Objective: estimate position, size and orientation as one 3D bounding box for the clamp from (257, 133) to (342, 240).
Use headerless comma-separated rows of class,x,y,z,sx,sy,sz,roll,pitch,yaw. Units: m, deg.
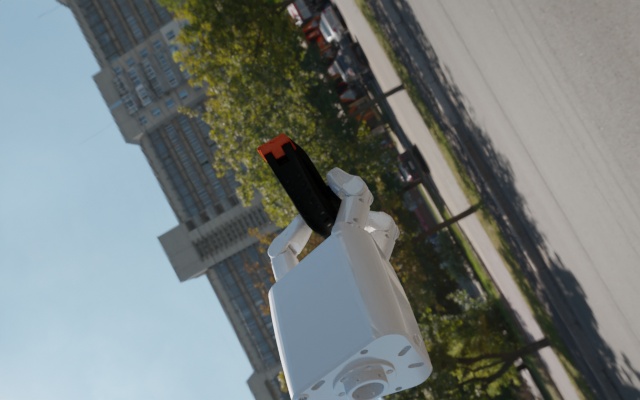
clamp,-0.001,0.002,0.488,0.036,0.164,0.210,-29,-49,8
